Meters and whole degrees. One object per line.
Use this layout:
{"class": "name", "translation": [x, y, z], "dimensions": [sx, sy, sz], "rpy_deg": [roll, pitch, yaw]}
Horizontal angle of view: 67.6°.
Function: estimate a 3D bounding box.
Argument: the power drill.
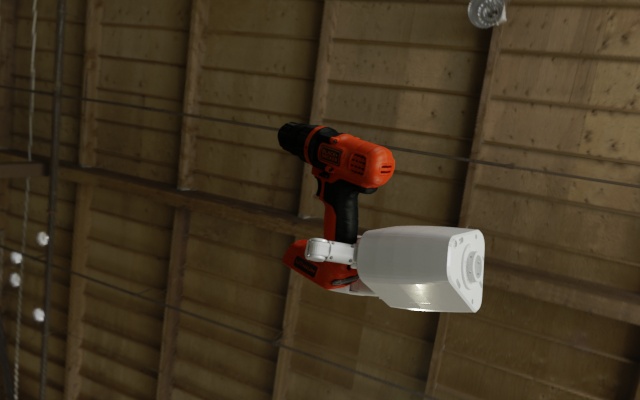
{"class": "power drill", "translation": [0.000, 0.002, 0.601], "dimensions": [0.057, 0.188, 0.184], "rpy_deg": [-8, 23, -41]}
